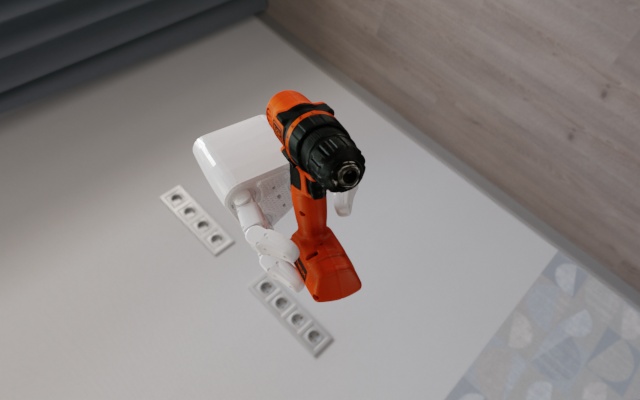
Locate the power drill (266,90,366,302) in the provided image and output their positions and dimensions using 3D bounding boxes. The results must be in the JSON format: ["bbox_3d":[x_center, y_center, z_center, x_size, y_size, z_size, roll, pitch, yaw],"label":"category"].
[{"bbox_3d":[0.000,0.002,0.455,0.057,0.188,0.184,-12,30,-12],"label":"power drill"}]
